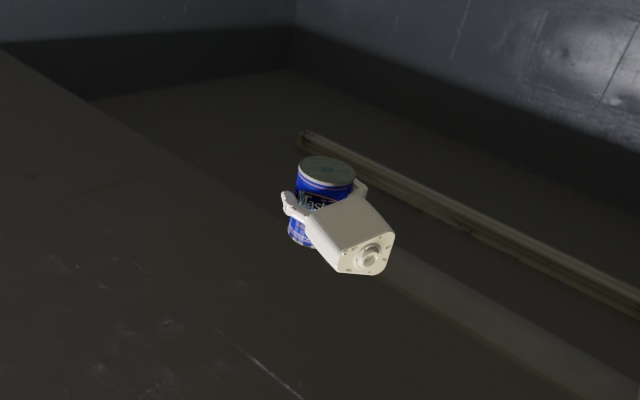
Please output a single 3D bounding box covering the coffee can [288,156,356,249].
[{"bbox_3d":[0.000,0.003,0.881,0.103,0.140,0.102,9,30,-5],"label":"coffee can"}]
